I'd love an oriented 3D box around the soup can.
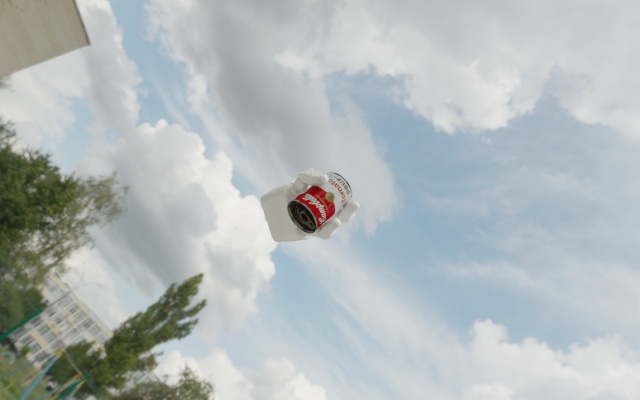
[{"bbox_3d":[0.001,0.002,0.847,0.068,0.068,0.102,0,31,49],"label":"soup can"}]
